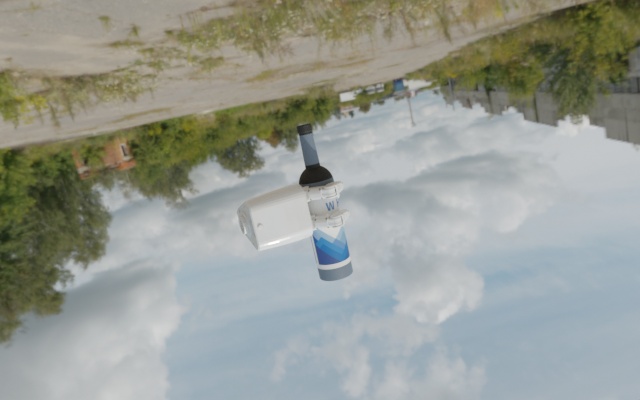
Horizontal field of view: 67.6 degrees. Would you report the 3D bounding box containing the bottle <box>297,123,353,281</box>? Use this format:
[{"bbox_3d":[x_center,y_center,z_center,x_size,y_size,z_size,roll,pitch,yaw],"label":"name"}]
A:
[{"bbox_3d":[0.000,0.003,0.900,0.069,0.296,0.069,-12,12,2],"label":"bottle"}]
